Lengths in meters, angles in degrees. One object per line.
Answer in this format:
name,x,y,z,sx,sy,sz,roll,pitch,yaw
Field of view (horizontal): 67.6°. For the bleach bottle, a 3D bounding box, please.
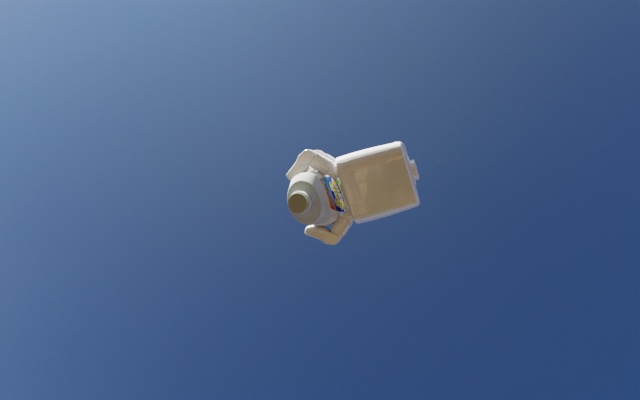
bleach bottle,0.000,0.002,0.778,0.068,0.102,0.251,-14,1,14
